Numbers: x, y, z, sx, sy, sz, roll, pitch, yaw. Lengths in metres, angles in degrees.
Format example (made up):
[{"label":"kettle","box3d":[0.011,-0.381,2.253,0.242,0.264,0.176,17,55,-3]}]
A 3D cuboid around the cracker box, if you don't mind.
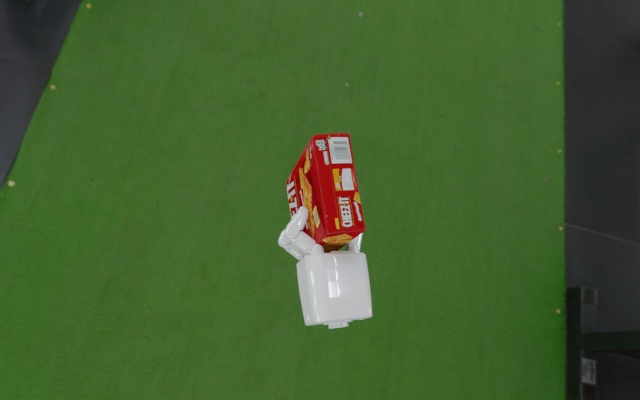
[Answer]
[{"label":"cracker box","box3d":[0.000,0.003,0.823,0.072,0.164,0.214,-4,-16,-17]}]
